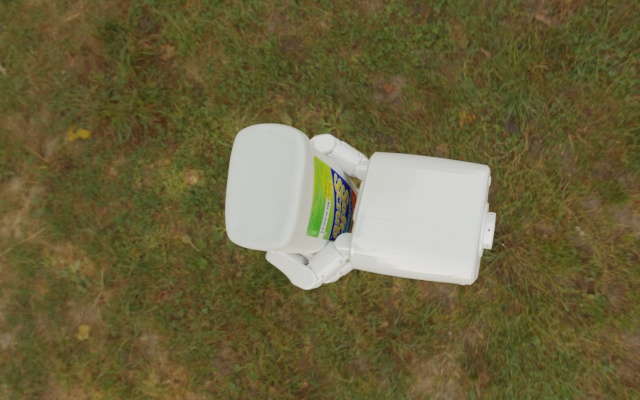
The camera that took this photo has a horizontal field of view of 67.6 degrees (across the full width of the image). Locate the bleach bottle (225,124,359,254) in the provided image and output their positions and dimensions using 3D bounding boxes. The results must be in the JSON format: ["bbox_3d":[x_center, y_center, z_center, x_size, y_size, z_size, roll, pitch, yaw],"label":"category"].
[{"bbox_3d":[0.000,0.002,0.480,0.068,0.102,0.251,6,-3,22],"label":"bleach bottle"}]
